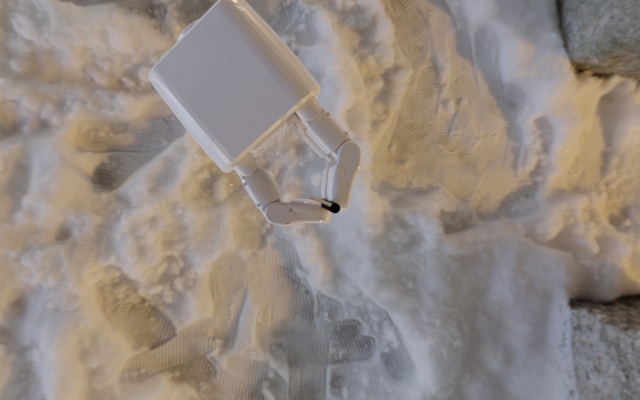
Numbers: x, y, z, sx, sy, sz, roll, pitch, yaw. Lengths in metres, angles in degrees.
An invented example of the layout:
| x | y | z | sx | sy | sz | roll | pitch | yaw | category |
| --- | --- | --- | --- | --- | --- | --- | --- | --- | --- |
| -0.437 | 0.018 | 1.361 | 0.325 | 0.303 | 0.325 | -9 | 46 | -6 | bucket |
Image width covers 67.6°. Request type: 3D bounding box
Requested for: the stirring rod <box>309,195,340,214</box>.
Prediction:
| x | y | z | sx | sy | sz | roll | pitch | yaw | category |
| --- | --- | --- | --- | --- | --- | --- | --- | --- | --- |
| 0.000 | 0.002 | 0.479 | 0.011 | 0.011 | 0.239 | 0 | 2 | -5 | stirring rod |
